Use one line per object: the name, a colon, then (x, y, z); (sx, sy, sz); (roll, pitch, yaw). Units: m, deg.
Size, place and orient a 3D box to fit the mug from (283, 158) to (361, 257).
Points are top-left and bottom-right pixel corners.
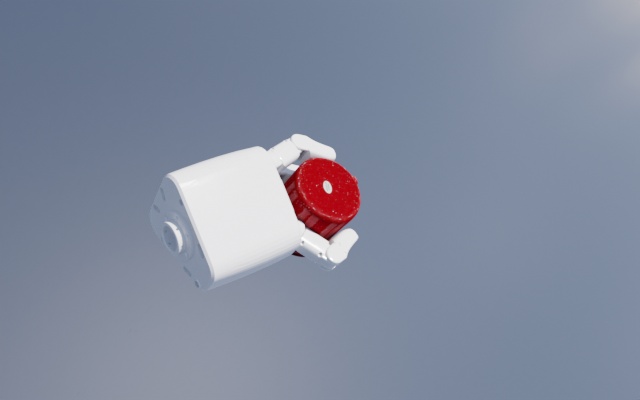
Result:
mug: (0.001, 0.001, 0.547); (0.117, 0.093, 0.081); (-25, -14, -41)
